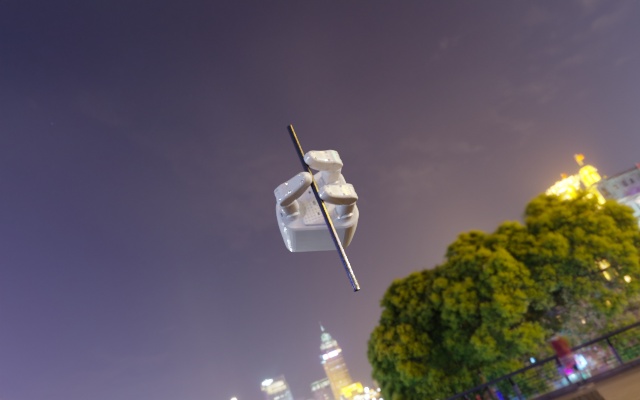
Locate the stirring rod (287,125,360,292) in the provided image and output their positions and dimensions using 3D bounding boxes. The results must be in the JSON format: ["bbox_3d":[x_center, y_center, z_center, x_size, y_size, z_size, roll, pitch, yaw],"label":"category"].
[{"bbox_3d":[0.000,0.002,0.599,0.011,0.239,0.011,-19,-24,-9],"label":"stirring rod"}]
